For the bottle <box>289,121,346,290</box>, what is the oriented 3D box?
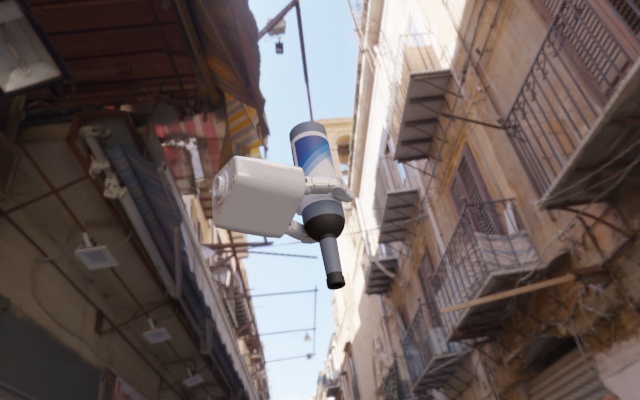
[{"bbox_3d":[0.000,0.002,0.763,0.069,0.295,0.069,-7,-34,-5],"label":"bottle"}]
